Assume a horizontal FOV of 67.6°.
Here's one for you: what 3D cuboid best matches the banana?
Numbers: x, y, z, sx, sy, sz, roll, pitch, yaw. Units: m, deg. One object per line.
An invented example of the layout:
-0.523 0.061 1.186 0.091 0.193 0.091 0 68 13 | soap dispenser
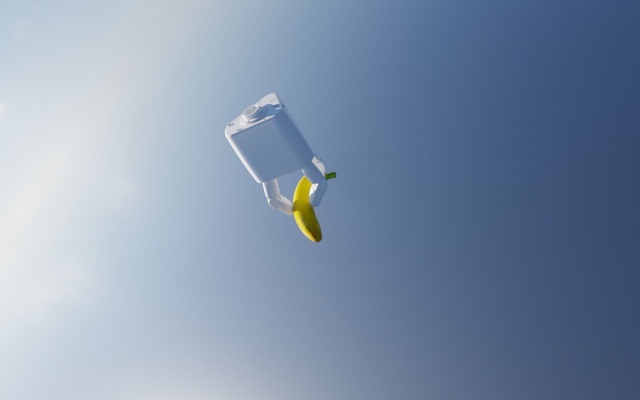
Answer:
-0.018 0.000 0.891 0.069 0.037 0.197 1 42 12 | banana
